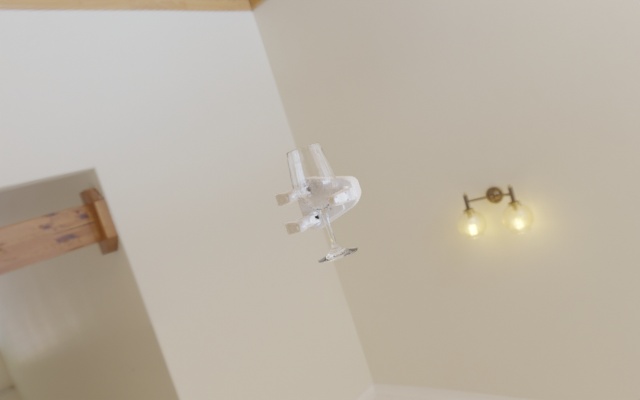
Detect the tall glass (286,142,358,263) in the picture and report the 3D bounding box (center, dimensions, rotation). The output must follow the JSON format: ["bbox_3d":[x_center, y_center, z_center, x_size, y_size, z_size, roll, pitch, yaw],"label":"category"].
[{"bbox_3d":[0.000,0.003,0.840,0.079,0.201,0.079,-18,4,1],"label":"tall glass"}]
